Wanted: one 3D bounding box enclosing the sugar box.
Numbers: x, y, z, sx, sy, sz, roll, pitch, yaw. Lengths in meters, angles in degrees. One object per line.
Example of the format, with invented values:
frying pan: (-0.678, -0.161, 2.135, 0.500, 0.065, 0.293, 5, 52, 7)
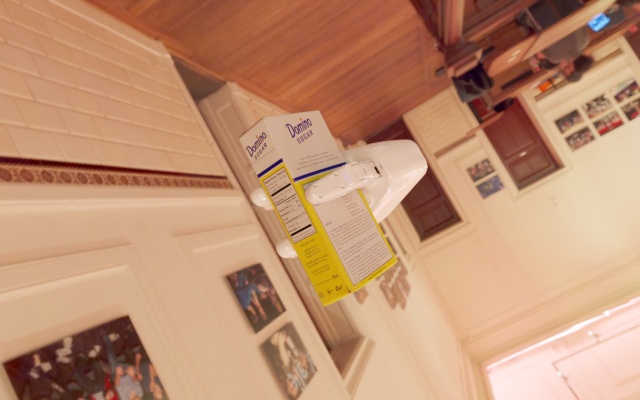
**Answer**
sugar box: (0.000, 0.002, 0.462, 0.048, 0.176, 0.093, -33, -7, 36)
